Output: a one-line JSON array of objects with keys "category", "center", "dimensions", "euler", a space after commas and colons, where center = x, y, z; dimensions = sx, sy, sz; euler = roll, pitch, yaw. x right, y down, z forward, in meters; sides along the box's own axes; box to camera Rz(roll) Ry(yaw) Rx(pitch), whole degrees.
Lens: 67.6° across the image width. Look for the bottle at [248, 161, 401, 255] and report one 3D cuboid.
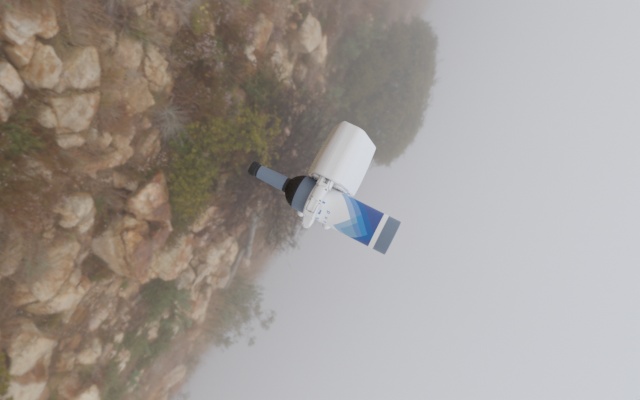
[{"category": "bottle", "center": [0.000, 0.003, 0.879], "dimensions": [0.295, 0.069, 0.069], "euler": [27, 4, 8]}]
